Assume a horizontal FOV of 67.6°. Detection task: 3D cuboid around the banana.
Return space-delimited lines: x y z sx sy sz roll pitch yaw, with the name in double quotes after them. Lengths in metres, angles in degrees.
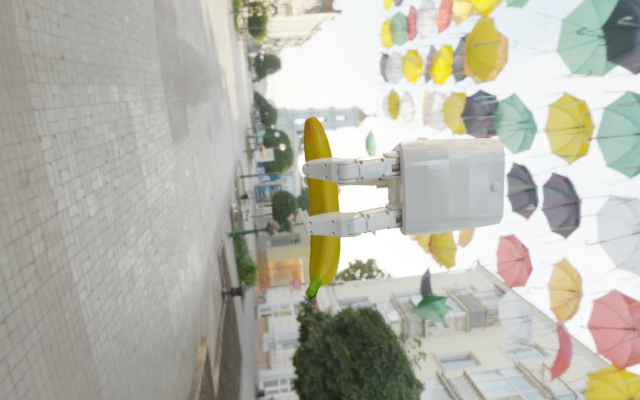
0.002 0.008 0.538 0.037 0.197 0.069 -3 -10 7 "banana"
